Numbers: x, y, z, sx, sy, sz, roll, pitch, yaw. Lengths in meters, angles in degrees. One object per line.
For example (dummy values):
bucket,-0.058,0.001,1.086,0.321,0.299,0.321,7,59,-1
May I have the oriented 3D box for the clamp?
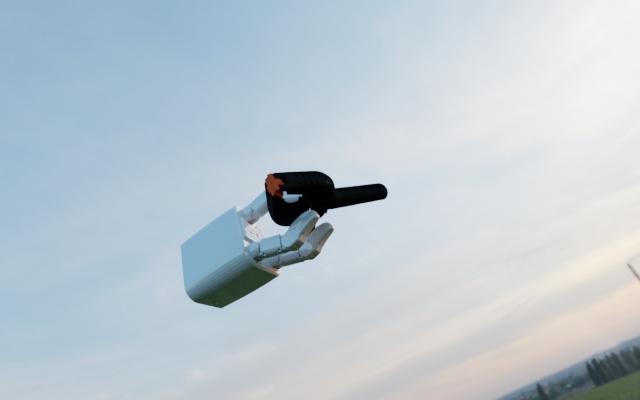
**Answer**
clamp,-0.001,0.001,0.649,0.164,0.036,0.210,-35,-30,9
